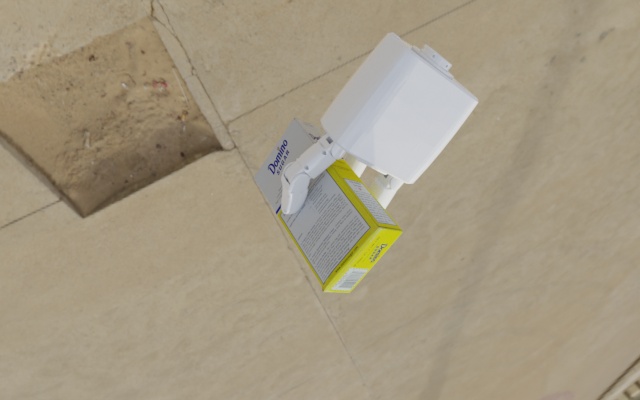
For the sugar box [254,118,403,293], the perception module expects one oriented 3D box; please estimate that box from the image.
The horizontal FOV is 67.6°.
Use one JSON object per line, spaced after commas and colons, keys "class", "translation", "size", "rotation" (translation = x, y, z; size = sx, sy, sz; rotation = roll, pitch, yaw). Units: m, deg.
{"class": "sugar box", "translation": [0.001, 0.002, 0.508], "size": [0.048, 0.093, 0.176], "rotation": [13, 33, -44]}
